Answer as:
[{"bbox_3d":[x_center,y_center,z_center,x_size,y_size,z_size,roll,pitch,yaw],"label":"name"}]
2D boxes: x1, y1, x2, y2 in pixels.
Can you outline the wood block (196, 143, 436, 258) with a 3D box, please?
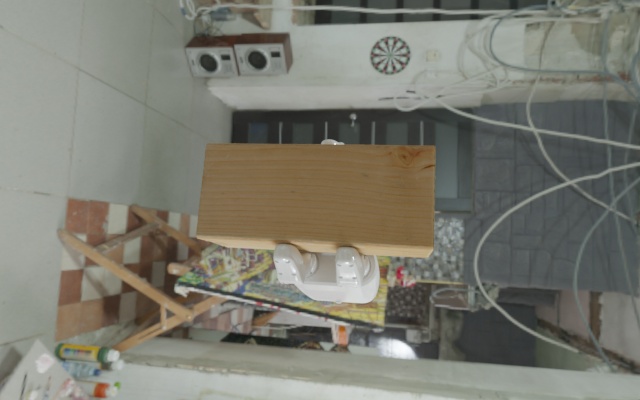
[{"bbox_3d":[0.000,0.001,0.453,0.206,0.091,0.090,2,-11,10],"label":"wood block"}]
